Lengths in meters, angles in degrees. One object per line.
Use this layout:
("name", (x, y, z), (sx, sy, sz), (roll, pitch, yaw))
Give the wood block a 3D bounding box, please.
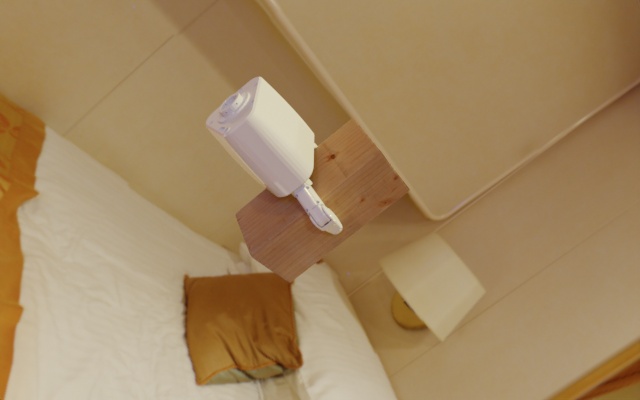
("wood block", (0.000, 0.002, 0.637), (0.090, 0.206, 0.090), (44, 11, -44))
